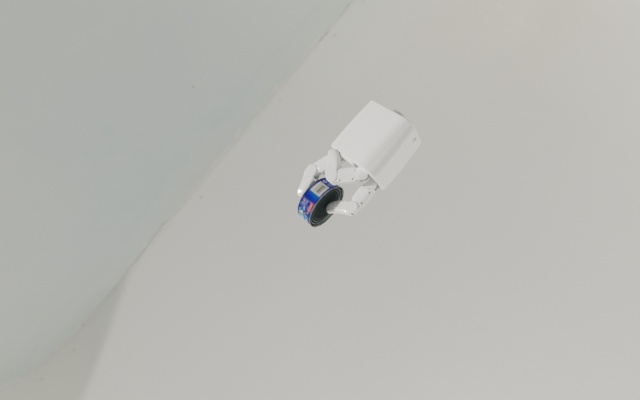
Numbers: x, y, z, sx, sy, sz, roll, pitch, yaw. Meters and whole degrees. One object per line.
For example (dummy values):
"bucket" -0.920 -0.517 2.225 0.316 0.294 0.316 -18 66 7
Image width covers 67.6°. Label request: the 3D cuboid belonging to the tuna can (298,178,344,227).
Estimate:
"tuna can" 0.000 0.002 0.841 0.033 0.086 0.086 38 18 24
